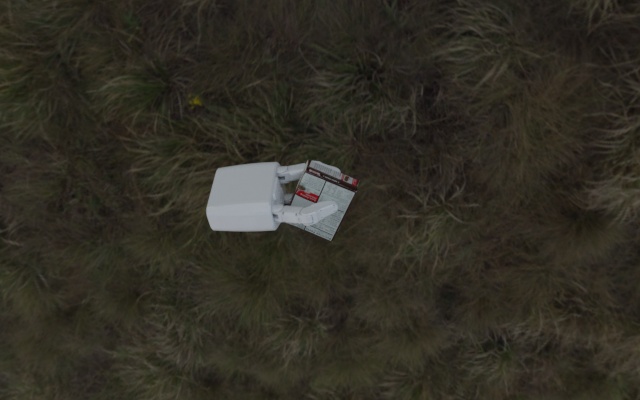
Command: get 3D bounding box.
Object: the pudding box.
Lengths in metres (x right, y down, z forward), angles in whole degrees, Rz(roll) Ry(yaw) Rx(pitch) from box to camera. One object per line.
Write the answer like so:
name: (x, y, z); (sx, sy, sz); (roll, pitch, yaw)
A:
pudding box: (0.000, 0.003, 0.766); (0.090, 0.114, 0.039); (22, 35, -4)
